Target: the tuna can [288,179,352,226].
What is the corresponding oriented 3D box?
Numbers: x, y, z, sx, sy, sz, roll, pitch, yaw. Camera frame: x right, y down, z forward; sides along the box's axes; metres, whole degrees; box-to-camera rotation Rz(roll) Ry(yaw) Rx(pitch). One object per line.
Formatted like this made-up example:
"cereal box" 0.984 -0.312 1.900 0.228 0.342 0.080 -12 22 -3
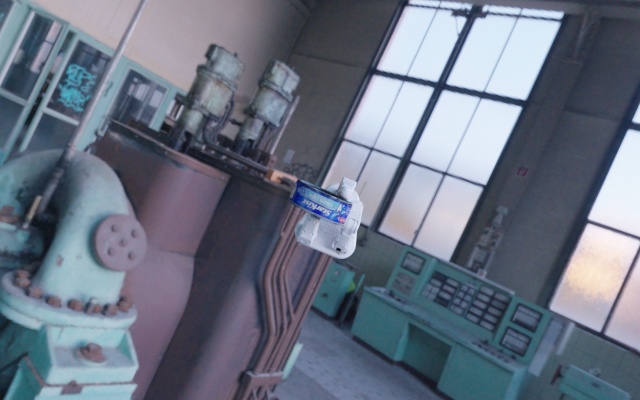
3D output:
"tuna can" 0.000 0.002 0.660 0.086 0.034 0.086 25 4 -2
